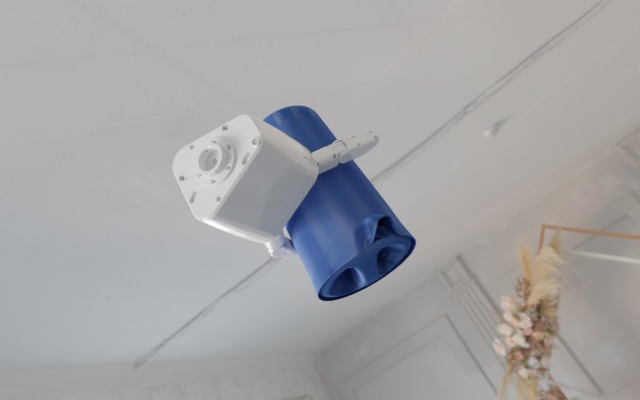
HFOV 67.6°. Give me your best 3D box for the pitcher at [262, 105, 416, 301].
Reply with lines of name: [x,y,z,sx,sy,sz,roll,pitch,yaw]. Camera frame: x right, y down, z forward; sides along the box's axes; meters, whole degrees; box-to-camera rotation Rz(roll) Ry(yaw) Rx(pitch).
pitcher: [0.000,0.002,0.620,0.149,0.242,0.145,-38,-28,14]
